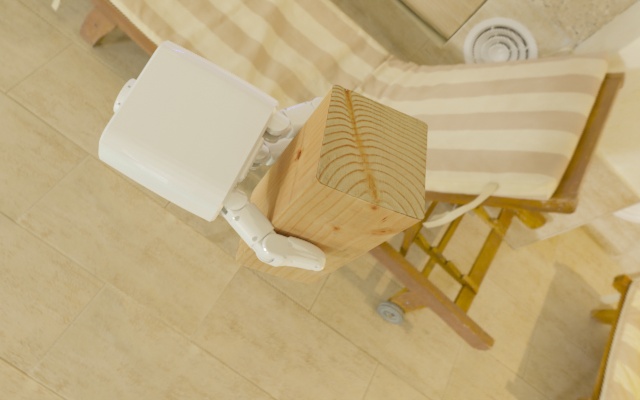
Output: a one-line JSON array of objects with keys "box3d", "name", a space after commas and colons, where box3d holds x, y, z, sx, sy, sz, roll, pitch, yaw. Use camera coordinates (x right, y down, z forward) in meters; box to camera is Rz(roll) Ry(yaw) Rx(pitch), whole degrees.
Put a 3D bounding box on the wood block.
[{"box3d": [0.000, 0.002, 0.440, 0.090, 0.090, 0.206, 19, -29, -18], "name": "wood block"}]
